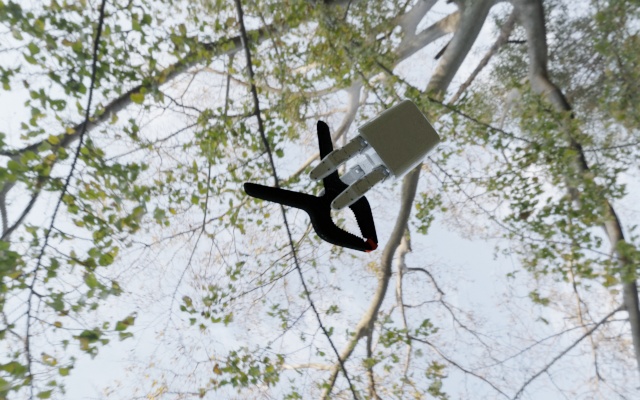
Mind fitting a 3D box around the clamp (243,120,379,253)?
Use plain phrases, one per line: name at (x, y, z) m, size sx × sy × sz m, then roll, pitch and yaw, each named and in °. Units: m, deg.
clamp at (0.000, 0.003, 0.711) m, size 0.164 × 0.210 × 0.036 m, roll -36°, pitch -4°, yaw -15°
